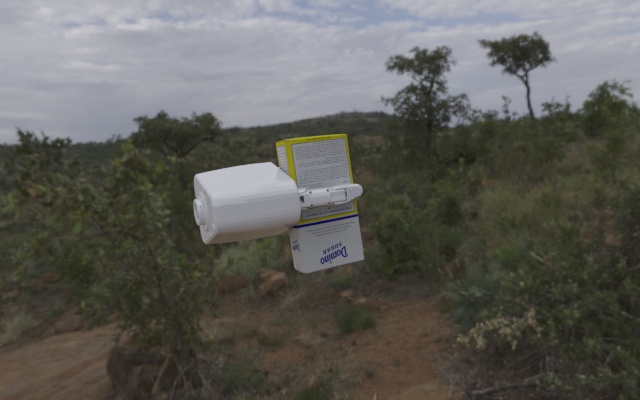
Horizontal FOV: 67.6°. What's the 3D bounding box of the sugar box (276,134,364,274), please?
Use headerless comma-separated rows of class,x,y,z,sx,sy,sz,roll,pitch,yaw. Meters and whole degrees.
sugar box,0.000,0.002,0.645,0.093,0.176,0.048,-9,7,-23
